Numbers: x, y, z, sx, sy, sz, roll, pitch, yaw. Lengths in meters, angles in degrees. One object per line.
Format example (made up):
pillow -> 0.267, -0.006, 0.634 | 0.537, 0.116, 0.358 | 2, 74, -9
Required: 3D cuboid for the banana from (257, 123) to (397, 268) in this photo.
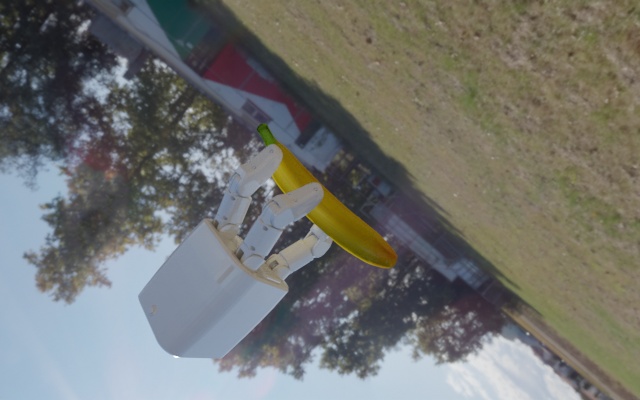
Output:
banana -> 0.001, 0.004, 0.489 | 0.197, 0.037, 0.070 | 44, -5, 18
